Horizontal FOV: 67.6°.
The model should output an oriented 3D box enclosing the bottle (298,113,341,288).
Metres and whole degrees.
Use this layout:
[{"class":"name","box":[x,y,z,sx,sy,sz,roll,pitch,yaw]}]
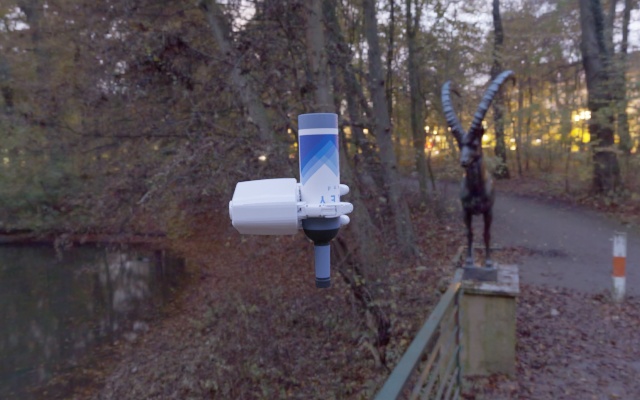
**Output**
[{"class":"bottle","box":[0.000,0.002,0.818,0.069,0.296,0.069,-2,5,0]}]
